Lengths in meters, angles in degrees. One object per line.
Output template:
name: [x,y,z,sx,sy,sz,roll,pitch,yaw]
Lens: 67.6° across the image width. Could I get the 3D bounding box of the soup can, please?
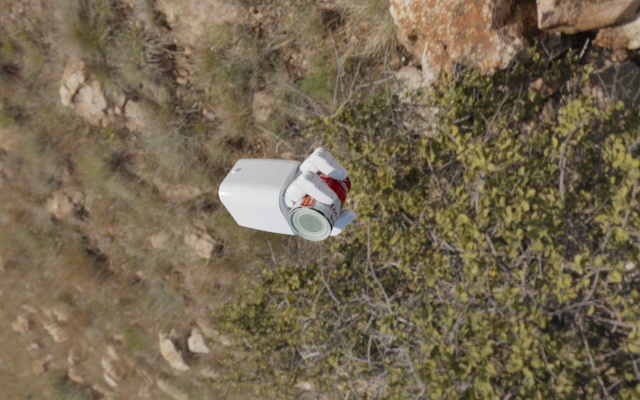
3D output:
soup can: [0.001,0.003,0.720,0.068,0.068,0.102,0,40,24]
